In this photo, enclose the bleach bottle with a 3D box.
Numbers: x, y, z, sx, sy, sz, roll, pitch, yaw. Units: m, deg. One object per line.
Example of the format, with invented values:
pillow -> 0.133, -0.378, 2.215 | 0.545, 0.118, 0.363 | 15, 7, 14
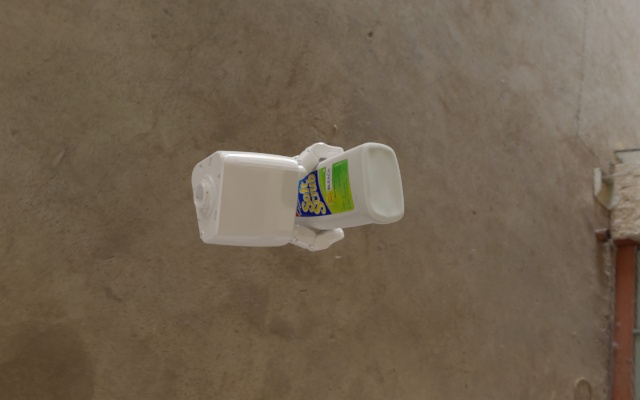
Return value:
bleach bottle -> 0.000, 0.002, 0.663 | 0.068, 0.102, 0.251 | 3, -14, -37
